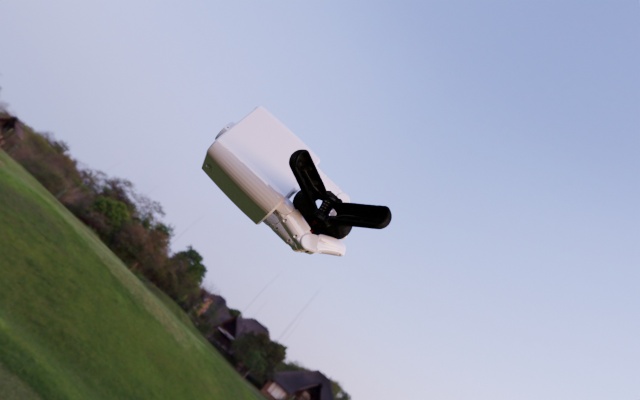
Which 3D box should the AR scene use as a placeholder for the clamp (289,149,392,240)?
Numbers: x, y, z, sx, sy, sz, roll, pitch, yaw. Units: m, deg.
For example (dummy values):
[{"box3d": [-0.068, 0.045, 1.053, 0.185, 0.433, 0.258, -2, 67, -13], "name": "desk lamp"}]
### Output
[{"box3d": [0.000, 0.001, 0.545, 0.120, 0.039, 0.171, 44, -23, -5], "name": "clamp"}]
